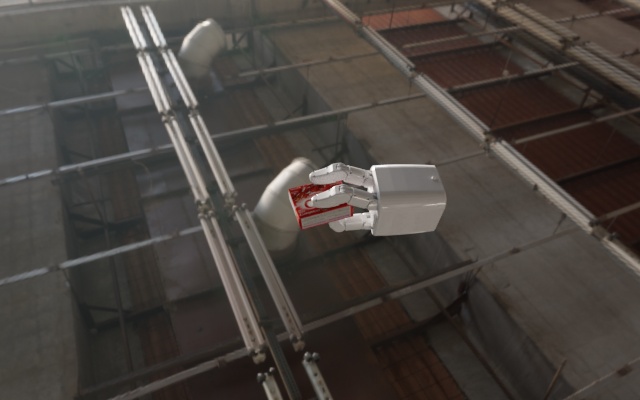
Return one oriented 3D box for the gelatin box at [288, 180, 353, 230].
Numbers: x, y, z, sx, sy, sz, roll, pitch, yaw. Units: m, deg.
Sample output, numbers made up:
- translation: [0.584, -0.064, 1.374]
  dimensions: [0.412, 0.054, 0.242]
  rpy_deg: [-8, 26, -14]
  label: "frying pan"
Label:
- translation: [0.000, 0.003, 0.764]
  dimensions: [0.089, 0.030, 0.073]
  rpy_deg: [-15, 44, -8]
  label: "gelatin box"
